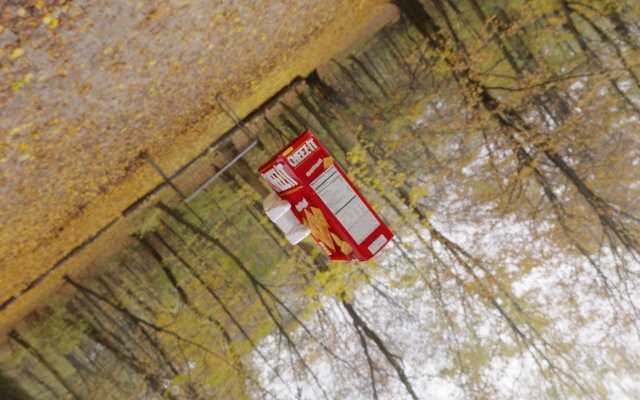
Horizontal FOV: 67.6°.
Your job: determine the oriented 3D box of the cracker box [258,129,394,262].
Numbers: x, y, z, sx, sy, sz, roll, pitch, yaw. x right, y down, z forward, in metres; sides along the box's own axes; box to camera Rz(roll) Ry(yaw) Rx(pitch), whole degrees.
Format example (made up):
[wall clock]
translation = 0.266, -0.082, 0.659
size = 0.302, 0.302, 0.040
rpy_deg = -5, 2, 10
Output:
[cracker box]
translation = 0.000, 0.003, 0.785
size = 0.072, 0.214, 0.164
rpy_deg = -42, 9, -18
